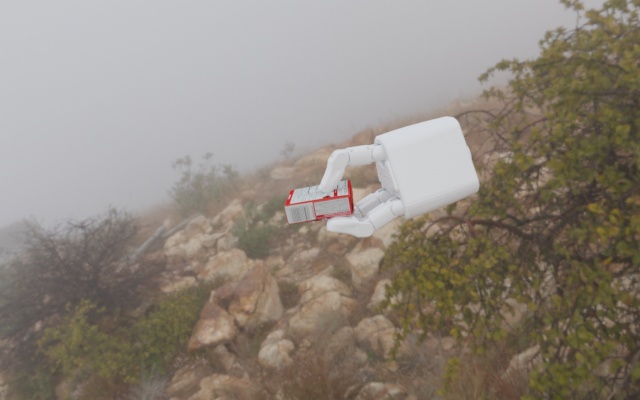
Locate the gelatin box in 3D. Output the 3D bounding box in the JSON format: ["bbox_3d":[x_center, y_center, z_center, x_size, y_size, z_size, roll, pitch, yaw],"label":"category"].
[{"bbox_3d":[0.000,0.002,0.643,0.089,0.030,0.073,-9,17,5],"label":"gelatin box"}]
